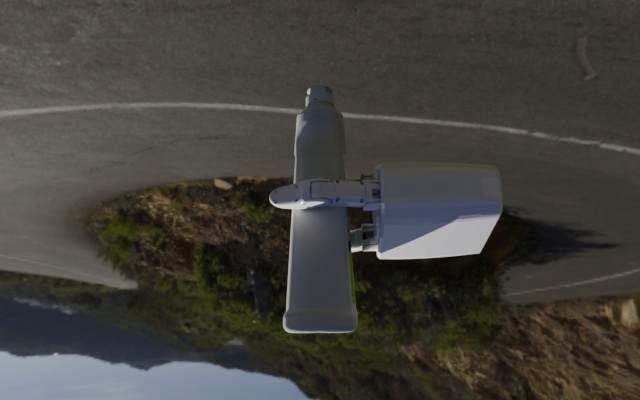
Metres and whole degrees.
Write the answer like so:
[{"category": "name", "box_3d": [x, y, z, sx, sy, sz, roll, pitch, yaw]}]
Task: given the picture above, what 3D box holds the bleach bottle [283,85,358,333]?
[{"category": "bleach bottle", "box_3d": [0.000, 0.002, 0.479, 0.068, 0.250, 0.102, -1, -13, 3]}]
